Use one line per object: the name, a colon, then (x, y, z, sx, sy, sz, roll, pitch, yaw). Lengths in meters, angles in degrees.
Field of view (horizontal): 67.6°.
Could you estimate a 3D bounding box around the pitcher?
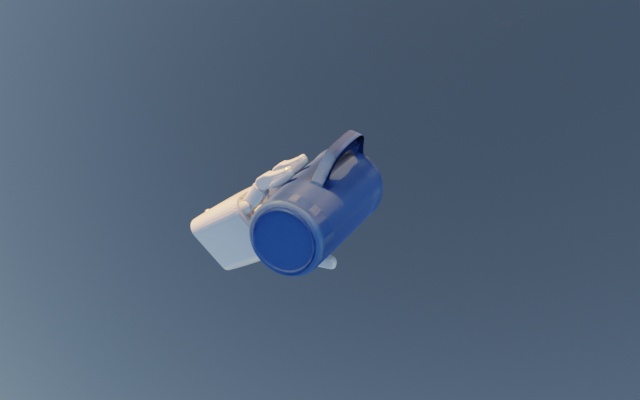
pitcher: (0.000, 0.002, 0.705, 0.145, 0.149, 0.242, -21, 11, 29)
